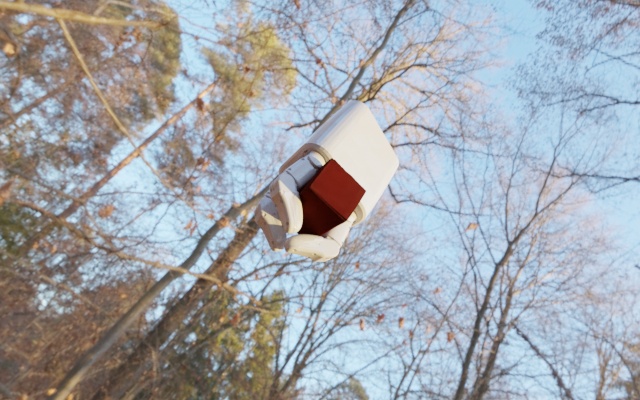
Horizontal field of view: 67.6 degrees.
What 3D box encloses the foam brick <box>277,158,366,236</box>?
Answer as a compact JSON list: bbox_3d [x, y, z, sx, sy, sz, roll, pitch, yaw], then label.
[{"bbox_3d":[0.000,0.002,0.510,0.078,0.053,0.051,-35,13,52],"label":"foam brick"}]
